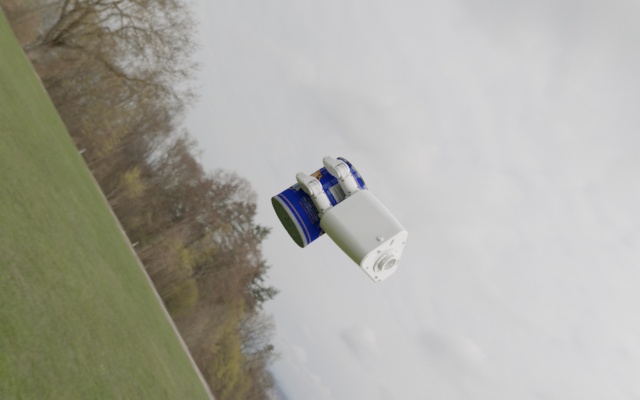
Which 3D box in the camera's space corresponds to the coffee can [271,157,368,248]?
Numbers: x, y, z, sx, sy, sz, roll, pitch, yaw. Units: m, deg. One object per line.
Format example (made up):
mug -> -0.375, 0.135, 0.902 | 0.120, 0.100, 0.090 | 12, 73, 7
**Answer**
coffee can -> 0.000, 0.003, 0.829 | 0.140, 0.103, 0.103 | -32, 9, -15
